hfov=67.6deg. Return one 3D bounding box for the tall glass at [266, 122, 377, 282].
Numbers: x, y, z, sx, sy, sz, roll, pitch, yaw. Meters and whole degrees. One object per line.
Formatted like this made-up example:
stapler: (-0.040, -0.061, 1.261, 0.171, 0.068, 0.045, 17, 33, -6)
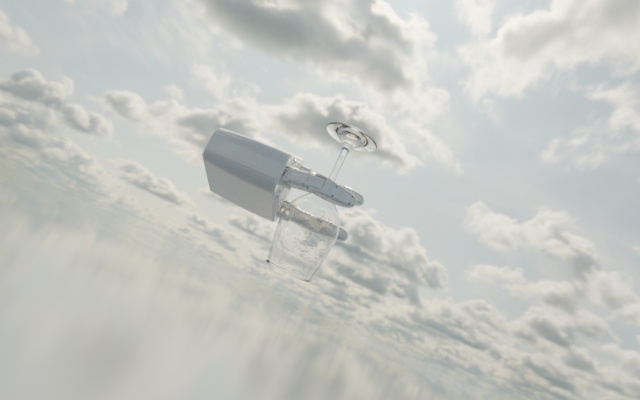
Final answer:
tall glass: (0.001, 0.001, 0.620, 0.079, 0.201, 0.079, 24, -13, 6)
